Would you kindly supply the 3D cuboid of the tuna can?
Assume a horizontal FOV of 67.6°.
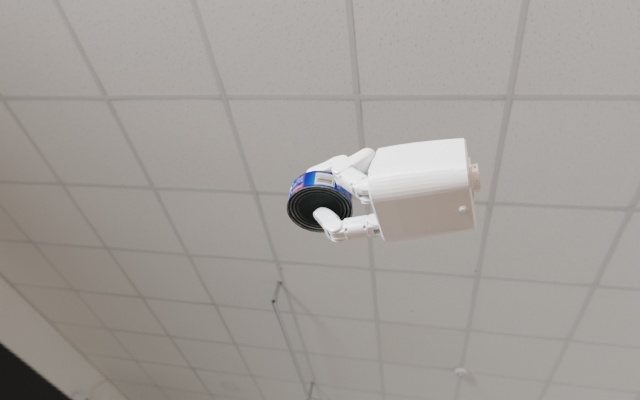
[{"bbox_3d":[0.000,0.002,0.625,0.086,0.033,0.086,4,-45,4],"label":"tuna can"}]
